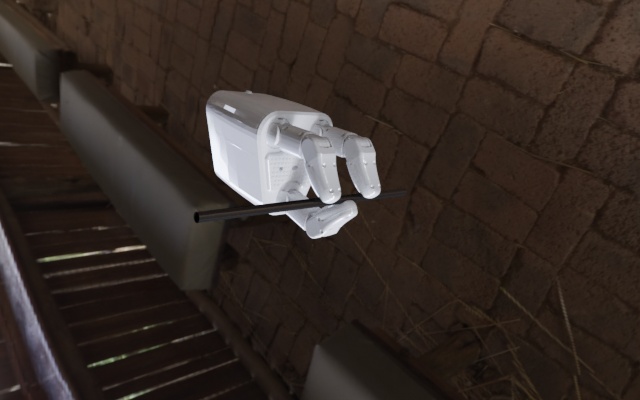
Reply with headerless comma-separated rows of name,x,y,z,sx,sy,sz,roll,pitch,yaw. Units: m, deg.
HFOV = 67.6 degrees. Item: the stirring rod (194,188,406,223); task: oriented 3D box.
stirring rod,0.000,0.001,0.415,0.239,0.011,0.011,-7,5,-44
